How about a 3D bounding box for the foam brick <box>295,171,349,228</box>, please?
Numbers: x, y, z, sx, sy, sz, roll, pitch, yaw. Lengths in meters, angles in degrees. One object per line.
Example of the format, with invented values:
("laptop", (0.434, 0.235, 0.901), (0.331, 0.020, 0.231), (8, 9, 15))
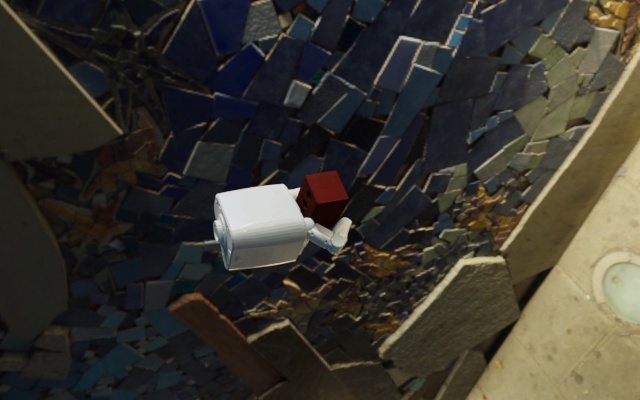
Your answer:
("foam brick", (0.000, 0.002, 0.699), (0.051, 0.053, 0.078), (-8, -33, -23))
